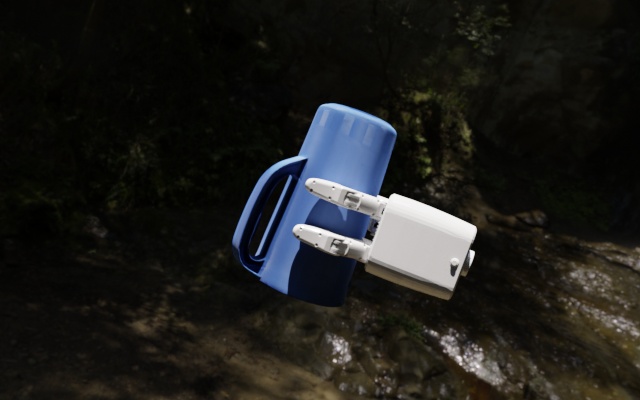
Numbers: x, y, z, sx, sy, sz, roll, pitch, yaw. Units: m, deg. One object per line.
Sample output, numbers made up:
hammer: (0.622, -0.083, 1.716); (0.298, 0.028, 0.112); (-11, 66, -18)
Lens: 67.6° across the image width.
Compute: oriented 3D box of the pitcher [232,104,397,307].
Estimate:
pitcher: (0.000, 0.002, 0.615); (0.145, 0.243, 0.149); (21, 3, 13)
